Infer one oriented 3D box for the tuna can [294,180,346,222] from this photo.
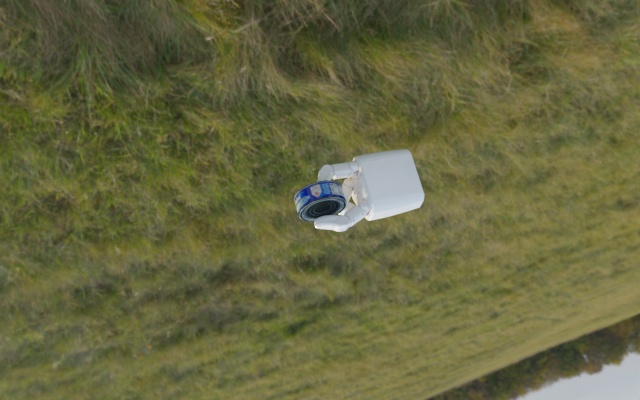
[{"bbox_3d":[0.000,0.003,0.810,0.086,0.033,0.086,-13,-27,-7],"label":"tuna can"}]
